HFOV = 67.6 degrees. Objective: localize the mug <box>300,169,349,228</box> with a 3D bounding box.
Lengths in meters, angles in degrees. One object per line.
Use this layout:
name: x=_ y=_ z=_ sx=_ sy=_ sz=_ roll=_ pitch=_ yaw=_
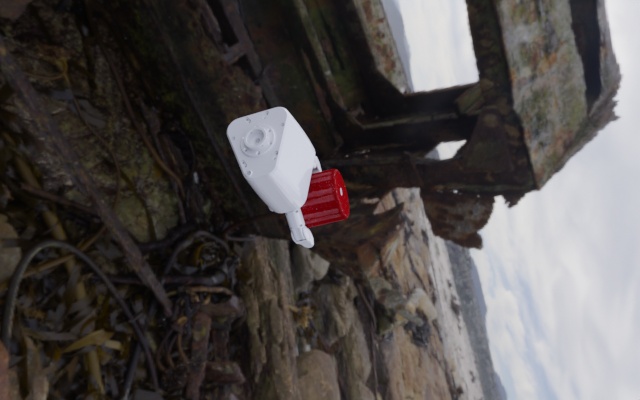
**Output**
mug: x=0.001 y=0.003 z=0.762 sx=0.081 sy=0.093 sz=0.117 roll=-13 pitch=-27 yaw=14
